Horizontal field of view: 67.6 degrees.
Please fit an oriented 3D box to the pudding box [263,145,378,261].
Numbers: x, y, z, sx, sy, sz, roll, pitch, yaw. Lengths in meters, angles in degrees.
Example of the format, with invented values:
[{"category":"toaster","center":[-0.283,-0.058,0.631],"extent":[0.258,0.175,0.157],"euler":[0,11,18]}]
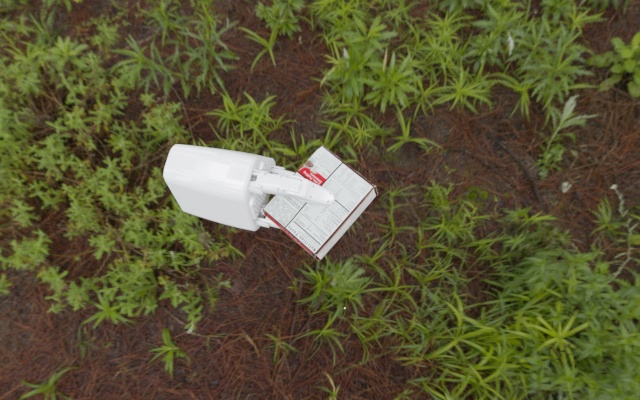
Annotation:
[{"category":"pudding box","center":[0.000,0.002,0.580],"extent":[0.090,0.113,0.039],"euler":[40,-5,16]}]
